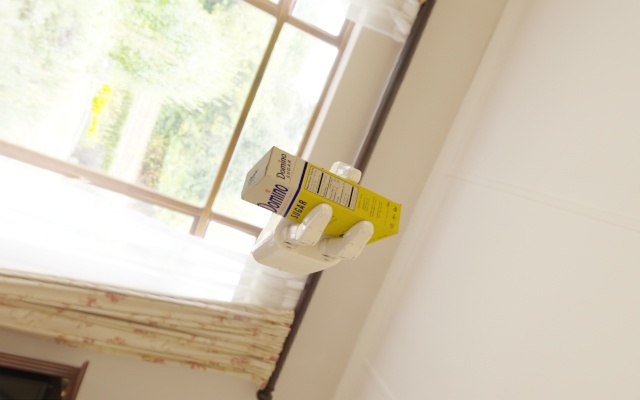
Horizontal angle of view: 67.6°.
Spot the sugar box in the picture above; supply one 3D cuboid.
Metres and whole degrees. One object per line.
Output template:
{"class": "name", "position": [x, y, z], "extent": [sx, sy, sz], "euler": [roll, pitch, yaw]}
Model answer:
{"class": "sugar box", "position": [0.000, 0.002, 0.575], "extent": [0.176, 0.048, 0.093], "euler": [21, -25, -20]}
